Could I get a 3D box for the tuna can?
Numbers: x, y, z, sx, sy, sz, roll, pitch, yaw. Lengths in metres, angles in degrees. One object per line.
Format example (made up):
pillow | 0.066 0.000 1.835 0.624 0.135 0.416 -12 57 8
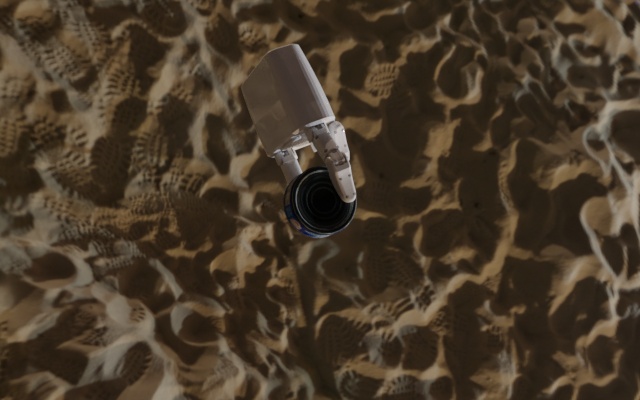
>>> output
tuna can | 0.000 0.002 0.583 0.086 0.086 0.034 0 -9 -20
